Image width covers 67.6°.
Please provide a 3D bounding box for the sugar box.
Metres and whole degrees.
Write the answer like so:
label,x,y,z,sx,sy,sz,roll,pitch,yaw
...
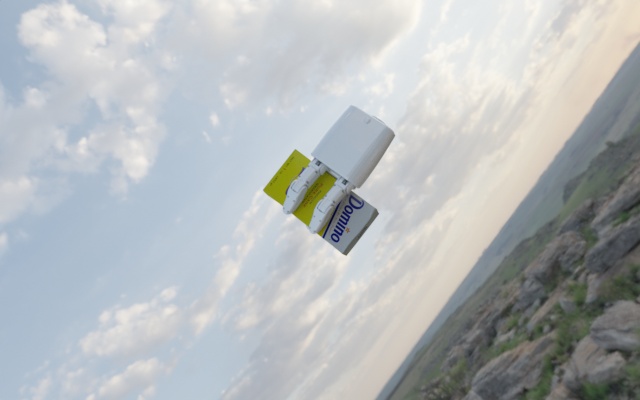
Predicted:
label,x,y,z,sx,sy,sz,roll,pitch,yaw
sugar box,0.000,0.002,0.793,0.176,0.093,0.048,37,-2,19
